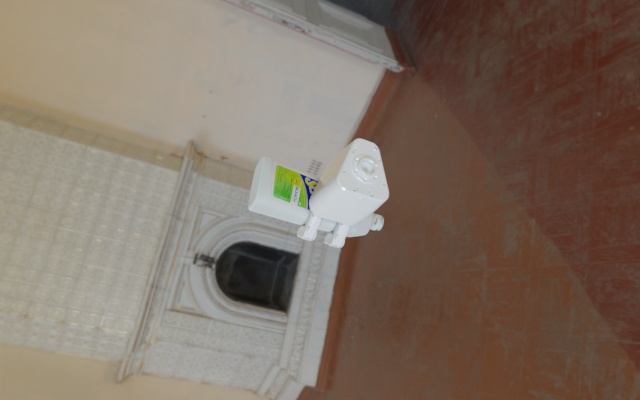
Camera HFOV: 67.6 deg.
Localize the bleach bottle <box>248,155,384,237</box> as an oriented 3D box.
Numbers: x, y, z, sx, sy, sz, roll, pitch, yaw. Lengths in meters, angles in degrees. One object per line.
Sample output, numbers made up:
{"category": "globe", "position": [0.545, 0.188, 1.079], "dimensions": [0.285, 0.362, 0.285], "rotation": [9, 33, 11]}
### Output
{"category": "bleach bottle", "position": [0.000, 0.003, 0.874], "dimensions": [0.251, 0.102, 0.068], "rotation": [16, -30, -18]}
